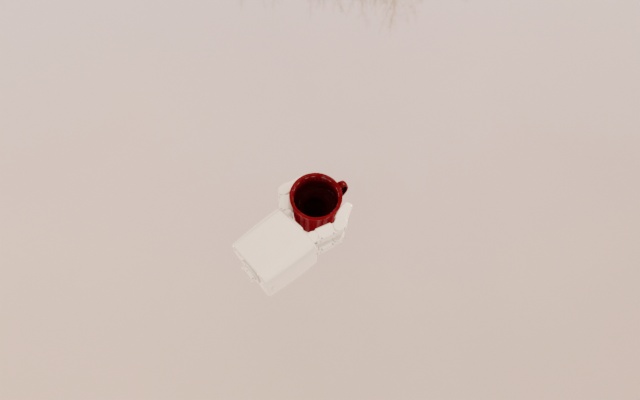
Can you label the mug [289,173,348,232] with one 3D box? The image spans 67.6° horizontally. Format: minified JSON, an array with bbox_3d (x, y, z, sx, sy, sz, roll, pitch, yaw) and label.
[{"bbox_3d":[0.001,0.002,0.871,0.117,0.093,0.081,-34,-20,-17],"label":"mug"}]
